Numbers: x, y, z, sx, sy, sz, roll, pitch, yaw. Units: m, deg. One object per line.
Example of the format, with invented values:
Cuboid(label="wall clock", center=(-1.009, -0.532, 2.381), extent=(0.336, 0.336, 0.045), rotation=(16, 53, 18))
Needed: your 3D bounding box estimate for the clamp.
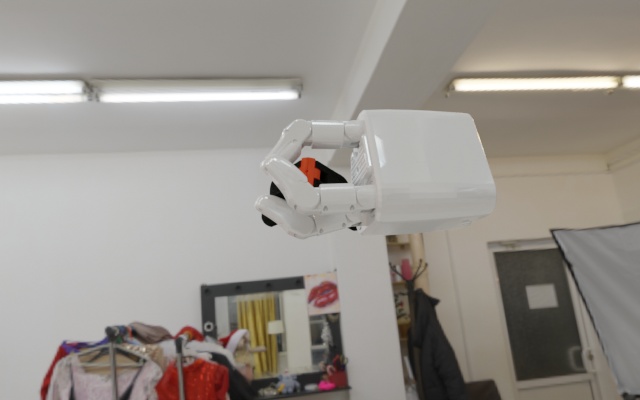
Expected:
Cuboid(label="clamp", center=(0.000, 0.001, 0.496), extent=(0.120, 0.039, 0.171), rotation=(0, -14, -8))
